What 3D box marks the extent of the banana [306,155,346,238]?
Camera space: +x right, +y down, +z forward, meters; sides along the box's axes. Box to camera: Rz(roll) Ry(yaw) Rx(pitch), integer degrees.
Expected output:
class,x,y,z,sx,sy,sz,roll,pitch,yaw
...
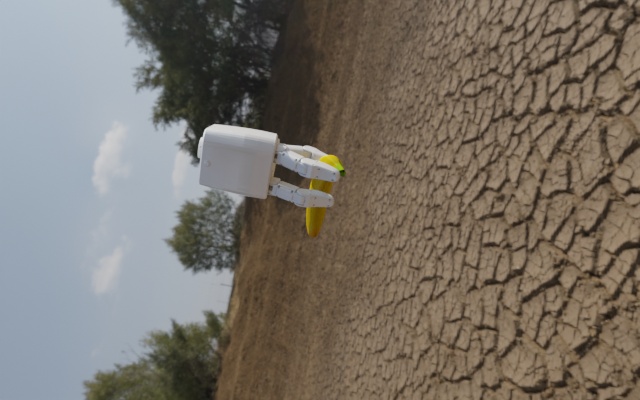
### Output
class,x,y,z,sx,sy,sz,roll,pitch,yaw
banana,0.002,-0.015,0.783,0.037,0.069,0.198,8,-35,-8
